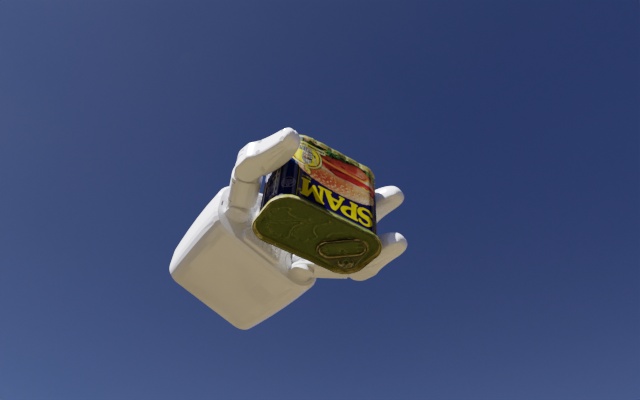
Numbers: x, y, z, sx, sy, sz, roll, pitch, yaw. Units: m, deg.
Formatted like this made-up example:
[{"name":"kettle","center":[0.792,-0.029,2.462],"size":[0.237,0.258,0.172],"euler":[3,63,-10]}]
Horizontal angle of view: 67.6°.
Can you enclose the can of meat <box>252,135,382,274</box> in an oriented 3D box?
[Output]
[{"name":"can of meat","center":[0.000,0.001,0.402],"size":[0.102,0.083,0.057],"euler":[26,-50,-21]}]
